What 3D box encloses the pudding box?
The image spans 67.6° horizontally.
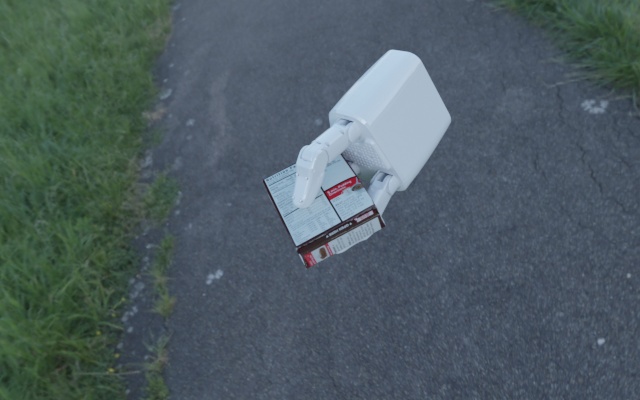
[{"bbox_3d":[0.000,0.001,0.488,0.090,0.039,0.113,-29,45,-2],"label":"pudding box"}]
